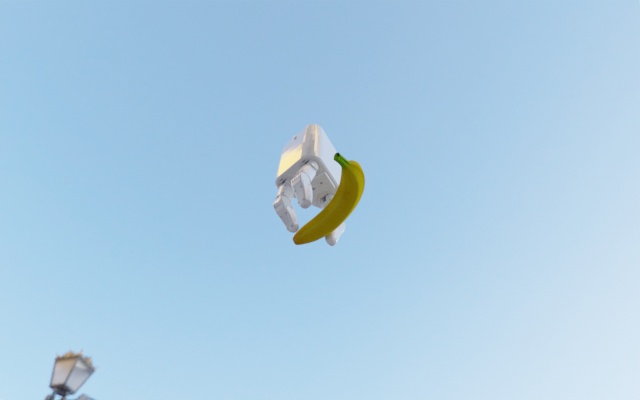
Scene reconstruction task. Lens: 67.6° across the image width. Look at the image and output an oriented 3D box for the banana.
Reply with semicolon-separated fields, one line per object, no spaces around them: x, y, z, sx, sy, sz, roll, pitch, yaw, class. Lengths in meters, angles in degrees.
0.019;0.005;0.715;0.069;0.037;0.198;15;-48;-13;banana
